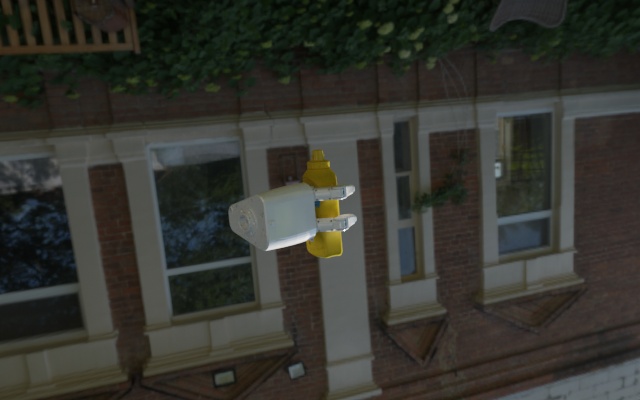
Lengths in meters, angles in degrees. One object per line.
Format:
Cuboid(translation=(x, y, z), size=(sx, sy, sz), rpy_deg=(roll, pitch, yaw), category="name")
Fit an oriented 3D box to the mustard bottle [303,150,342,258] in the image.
Cuboid(translation=(0.000, 0.003, 0.878), size=(0.058, 0.191, 0.096), rpy_deg=(-8, 10, -20), category="mustard bottle")
